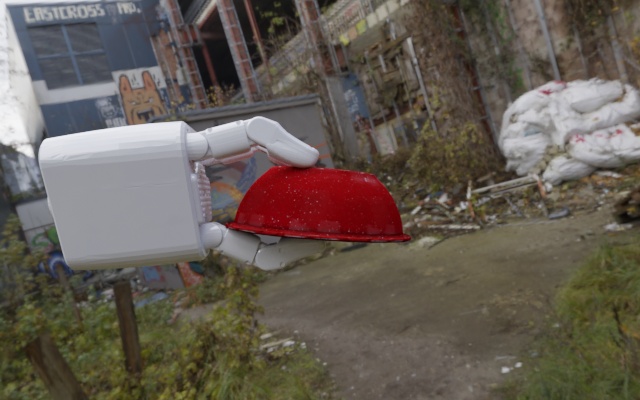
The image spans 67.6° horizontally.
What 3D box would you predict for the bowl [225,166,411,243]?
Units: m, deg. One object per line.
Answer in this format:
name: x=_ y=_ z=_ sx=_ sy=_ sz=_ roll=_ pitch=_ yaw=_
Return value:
bowl: x=0.001 y=0.001 z=0.419 sx=0.162 sy=0.055 sz=0.162 roll=5 pitch=0 yaw=0
